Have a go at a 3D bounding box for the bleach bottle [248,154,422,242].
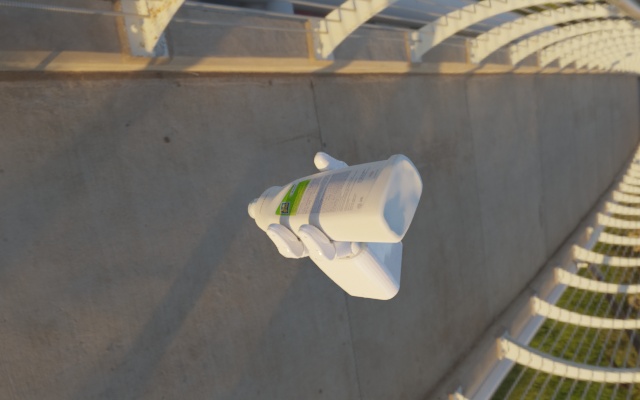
[{"bbox_3d":[0.000,0.002,0.622,0.251,0.102,0.068,-2,-39,43],"label":"bleach bottle"}]
